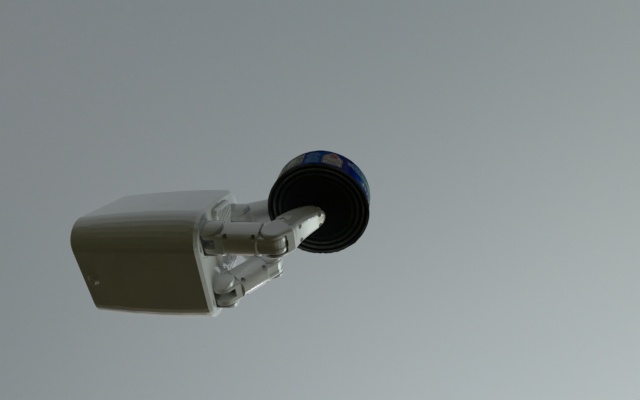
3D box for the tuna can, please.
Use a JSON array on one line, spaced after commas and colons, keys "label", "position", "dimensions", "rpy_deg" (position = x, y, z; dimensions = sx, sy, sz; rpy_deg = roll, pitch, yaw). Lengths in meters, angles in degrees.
[{"label": "tuna can", "position": [0.000, 0.001, 0.411], "dimensions": [0.086, 0.086, 0.033], "rpy_deg": [0, 28, 9]}]
